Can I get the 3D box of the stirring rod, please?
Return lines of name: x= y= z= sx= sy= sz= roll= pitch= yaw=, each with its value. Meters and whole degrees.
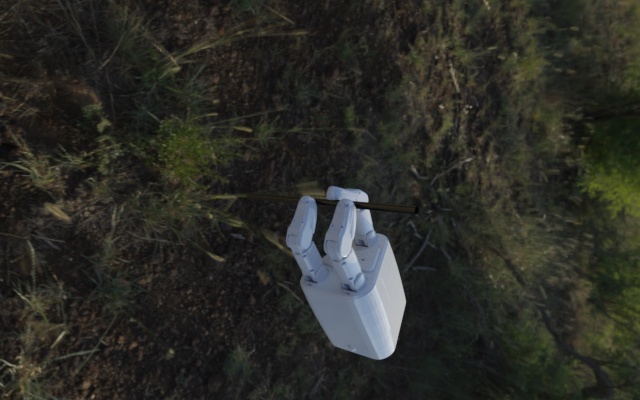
stirring rod: x=0.000 y=0.002 z=0.533 sx=0.239 sy=0.011 sz=0.011 roll=5 pitch=3 yaw=40
